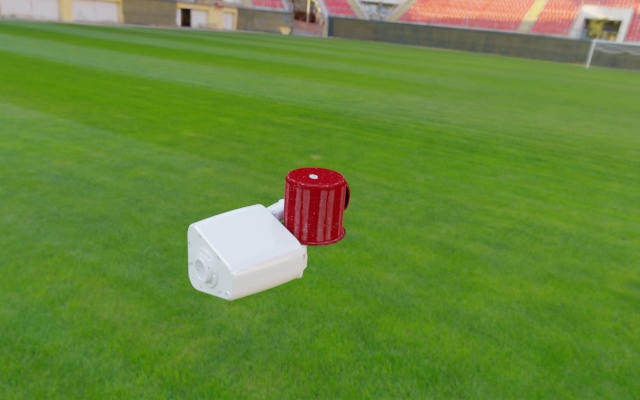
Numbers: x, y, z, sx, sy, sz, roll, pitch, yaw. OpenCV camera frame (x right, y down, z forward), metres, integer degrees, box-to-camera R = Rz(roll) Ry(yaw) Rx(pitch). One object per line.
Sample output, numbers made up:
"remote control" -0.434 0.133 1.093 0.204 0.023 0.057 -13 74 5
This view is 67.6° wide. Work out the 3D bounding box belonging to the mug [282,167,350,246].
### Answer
"mug" 0.001 0.002 0.654 0.117 0.081 0.093 -16 29 -41
